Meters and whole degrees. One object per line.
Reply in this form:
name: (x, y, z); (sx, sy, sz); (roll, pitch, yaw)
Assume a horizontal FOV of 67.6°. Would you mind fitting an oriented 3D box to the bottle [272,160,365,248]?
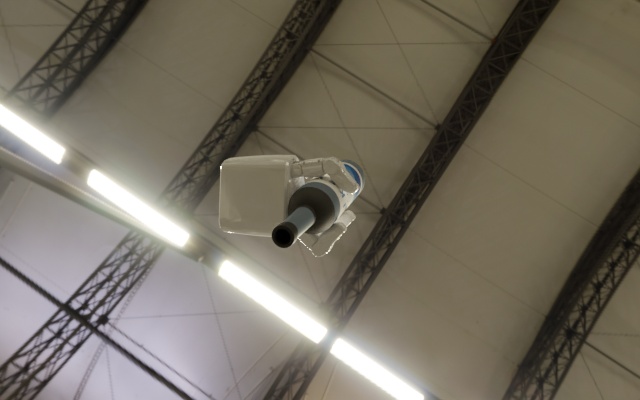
bottle: (0.000, 0.002, 0.666); (0.069, 0.069, 0.295); (0, 15, 17)
